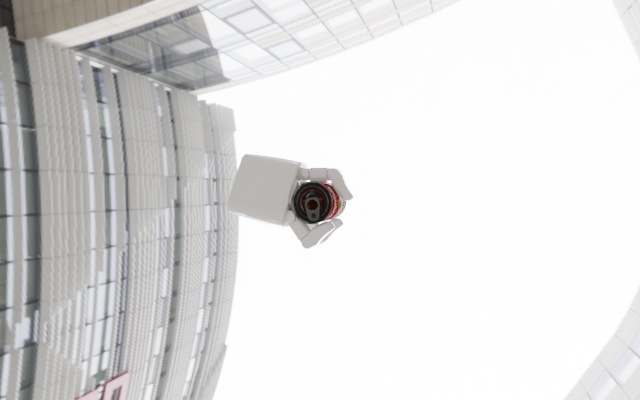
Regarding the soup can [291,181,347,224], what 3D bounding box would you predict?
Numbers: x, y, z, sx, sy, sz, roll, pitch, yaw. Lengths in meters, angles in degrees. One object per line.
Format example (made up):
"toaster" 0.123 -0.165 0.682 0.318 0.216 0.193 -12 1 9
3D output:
"soup can" 0.001 0.003 0.794 0.068 0.068 0.102 0 1 17
